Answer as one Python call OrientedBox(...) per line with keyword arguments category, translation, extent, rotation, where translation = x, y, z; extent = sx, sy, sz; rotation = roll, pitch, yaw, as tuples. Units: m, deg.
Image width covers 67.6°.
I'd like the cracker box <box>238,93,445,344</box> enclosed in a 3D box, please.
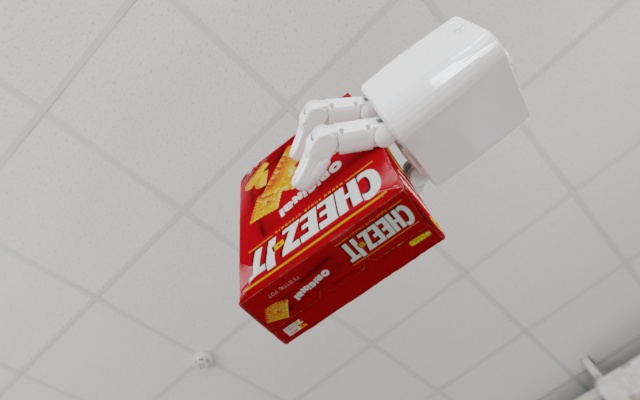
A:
OrientedBox(category="cracker box", translation=(0.000, 0.002, 0.460), extent=(0.164, 0.072, 0.213), rotation=(-37, 29, 13))
